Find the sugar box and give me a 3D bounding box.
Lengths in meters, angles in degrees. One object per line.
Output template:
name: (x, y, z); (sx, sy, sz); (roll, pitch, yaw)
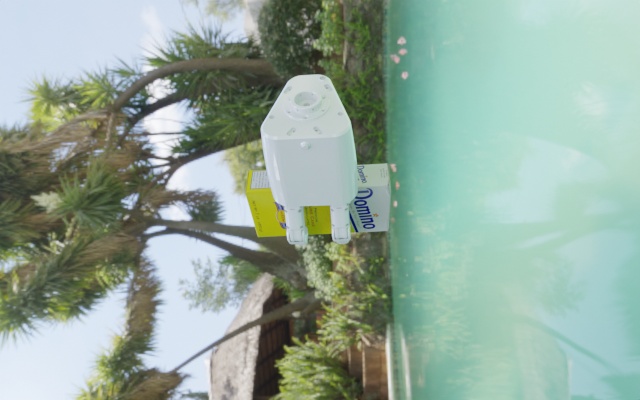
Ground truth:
sugar box: (0.000, 0.002, 0.613); (0.176, 0.048, 0.093); (-2, -41, 5)
